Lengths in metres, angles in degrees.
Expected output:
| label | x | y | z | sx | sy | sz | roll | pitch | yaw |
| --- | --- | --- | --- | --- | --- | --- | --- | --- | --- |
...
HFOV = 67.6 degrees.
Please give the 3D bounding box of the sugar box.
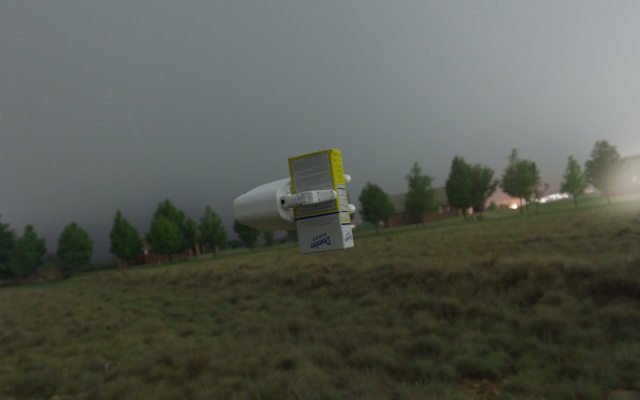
| label | x | y | z | sx | sy | sz | roll | pitch | yaw |
| --- | --- | --- | --- | --- | --- | --- | --- | --- | --- |
| sugar box | 0.000 | 0.003 | 0.852 | 0.093 | 0.176 | 0.048 | -10 | -3 | 30 |
